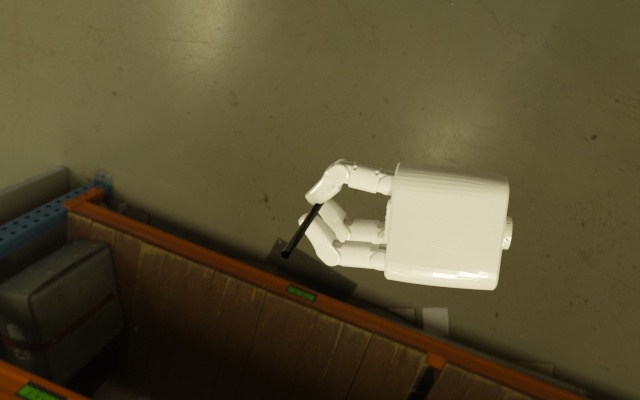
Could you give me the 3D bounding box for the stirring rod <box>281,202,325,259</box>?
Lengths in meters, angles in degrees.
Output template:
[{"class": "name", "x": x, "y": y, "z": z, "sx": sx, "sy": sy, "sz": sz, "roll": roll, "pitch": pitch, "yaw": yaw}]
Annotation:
[{"class": "stirring rod", "x": 0.000, "y": 0.002, "z": 0.510, "sx": 0.011, "sy": 0.011, "sz": 0.239, "roll": 0, "pitch": 22, "yaw": 15}]
